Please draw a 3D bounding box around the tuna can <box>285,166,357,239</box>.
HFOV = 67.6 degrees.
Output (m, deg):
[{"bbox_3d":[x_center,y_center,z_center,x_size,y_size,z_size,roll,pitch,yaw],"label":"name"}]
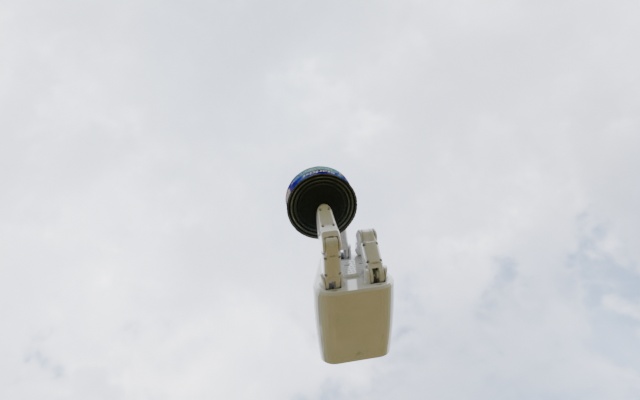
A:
[{"bbox_3d":[0.000,0.002,0.587,0.086,0.086,0.033,0,23,-9],"label":"tuna can"}]
